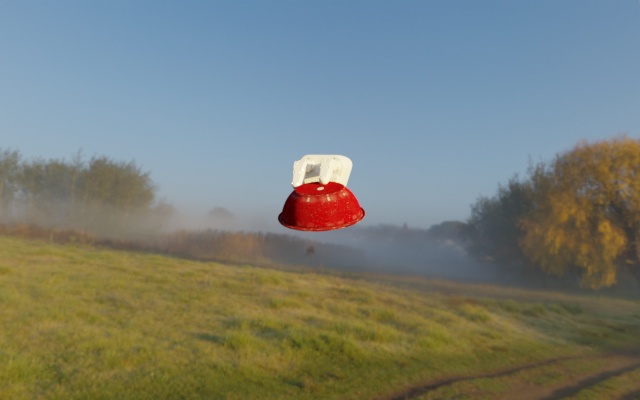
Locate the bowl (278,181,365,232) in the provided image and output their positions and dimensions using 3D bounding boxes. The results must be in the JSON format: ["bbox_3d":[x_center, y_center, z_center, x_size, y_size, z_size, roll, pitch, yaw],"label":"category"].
[{"bbox_3d":[0.000,0.003,0.871,0.162,0.055,0.162,-3,18,1],"label":"bowl"}]
